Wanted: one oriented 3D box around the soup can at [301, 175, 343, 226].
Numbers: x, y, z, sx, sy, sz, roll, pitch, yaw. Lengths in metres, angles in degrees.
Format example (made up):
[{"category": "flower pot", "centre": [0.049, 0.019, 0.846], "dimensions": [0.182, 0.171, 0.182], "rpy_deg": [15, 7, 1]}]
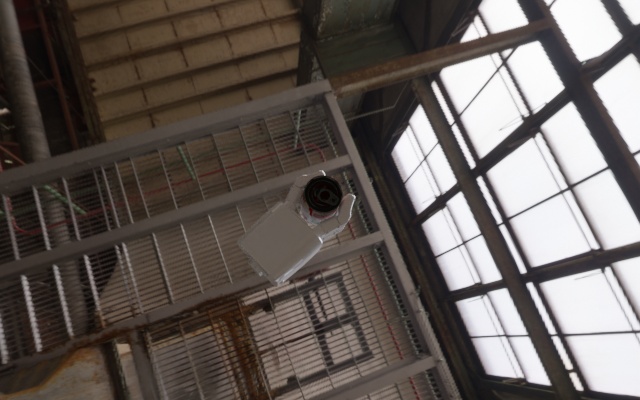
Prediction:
[{"category": "soup can", "centre": [0.000, 0.003, 0.869], "dimensions": [0.068, 0.068, 0.102], "rpy_deg": [0, -16, -6]}]
